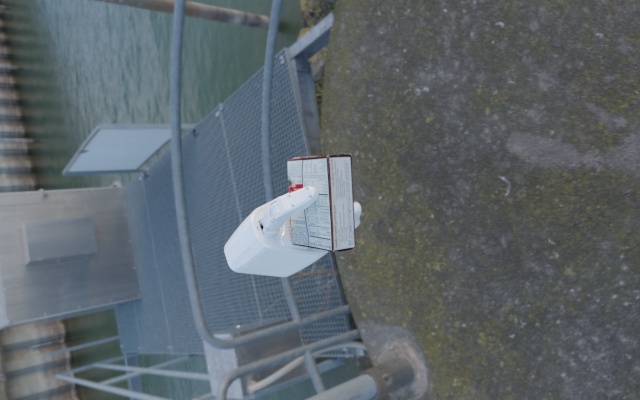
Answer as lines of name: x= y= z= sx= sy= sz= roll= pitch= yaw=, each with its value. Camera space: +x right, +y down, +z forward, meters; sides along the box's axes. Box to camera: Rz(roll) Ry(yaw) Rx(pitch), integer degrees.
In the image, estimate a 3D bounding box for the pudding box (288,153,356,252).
pudding box: x=0.000 y=0.002 z=0.574 sx=0.039 sy=0.113 sz=0.090 roll=-8 pitch=6 yaw=-36
